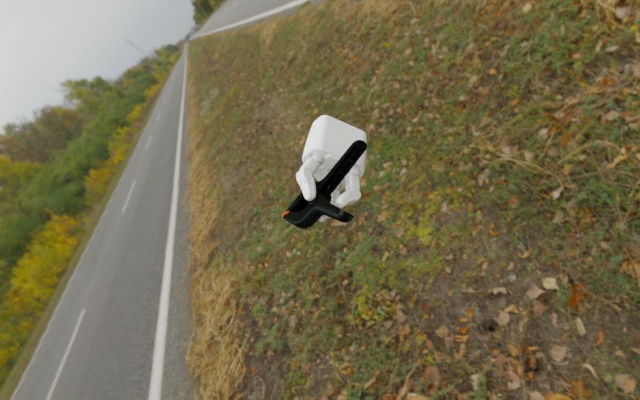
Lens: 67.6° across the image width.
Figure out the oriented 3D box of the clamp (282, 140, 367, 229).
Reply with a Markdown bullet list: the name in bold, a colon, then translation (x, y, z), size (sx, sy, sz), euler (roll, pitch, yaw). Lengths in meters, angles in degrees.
- **clamp**: translation (-0.001, 0.002, 0.832), size (0.036, 0.164, 0.210), euler (33, -46, -24)
